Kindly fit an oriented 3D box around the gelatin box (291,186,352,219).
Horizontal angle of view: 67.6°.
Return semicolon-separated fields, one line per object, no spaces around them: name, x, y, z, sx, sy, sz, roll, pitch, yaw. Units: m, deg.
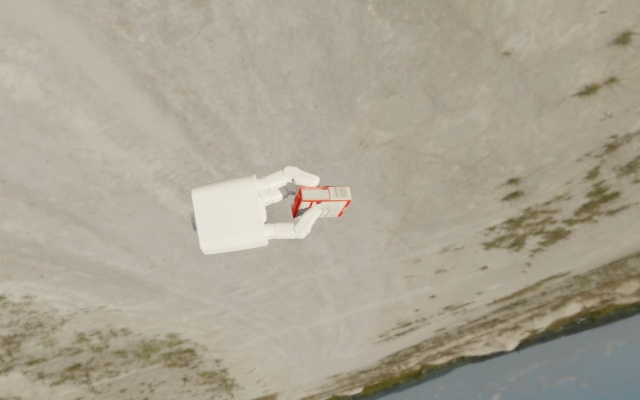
gelatin box;0.001;0.003;0.806;0.089;0.030;0.073;-1;-24;-15
